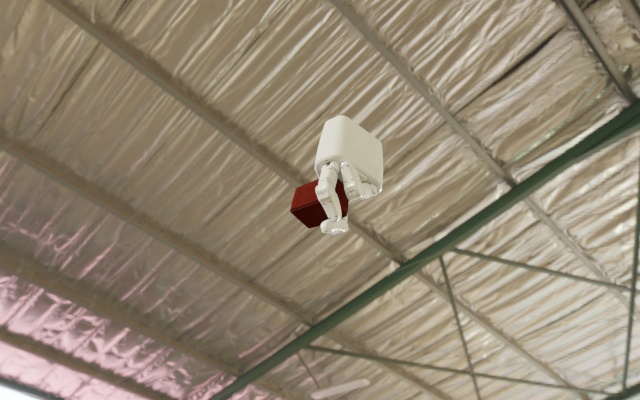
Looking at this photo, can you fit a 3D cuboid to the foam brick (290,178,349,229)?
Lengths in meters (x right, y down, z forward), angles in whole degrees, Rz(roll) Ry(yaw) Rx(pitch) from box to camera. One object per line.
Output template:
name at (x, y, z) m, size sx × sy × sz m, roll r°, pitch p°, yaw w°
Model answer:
foam brick at (0.000, 0.003, 0.767) m, size 0.078 × 0.051 × 0.053 m, roll -19°, pitch -47°, yaw 29°
